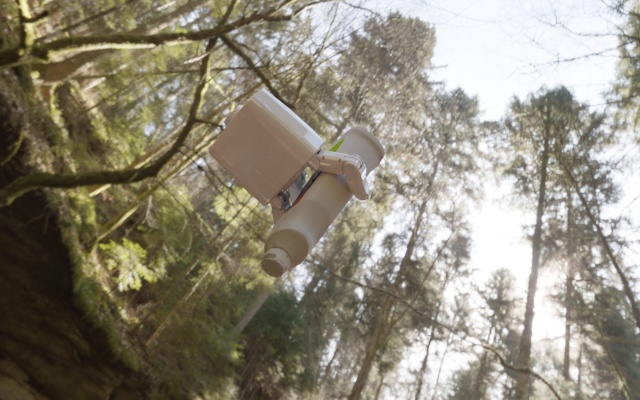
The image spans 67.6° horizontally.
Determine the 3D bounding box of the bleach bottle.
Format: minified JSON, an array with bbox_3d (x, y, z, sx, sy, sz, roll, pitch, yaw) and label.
[{"bbox_3d":[0.000,0.002,0.620,0.103,0.068,0.250,-42,8,43],"label":"bleach bottle"}]
